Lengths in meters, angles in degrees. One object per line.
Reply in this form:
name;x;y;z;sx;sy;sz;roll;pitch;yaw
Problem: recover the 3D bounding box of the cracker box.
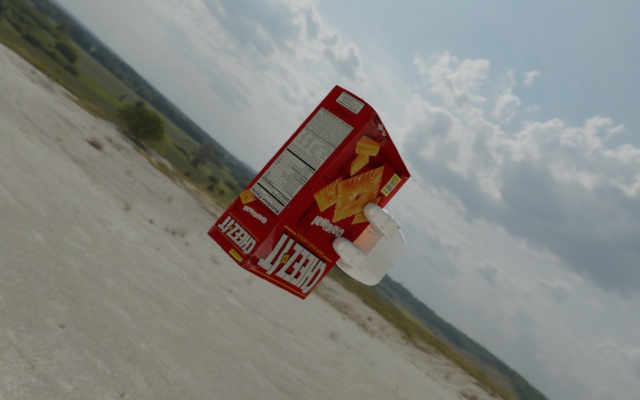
cracker box;0.000;0.002;0.557;0.072;0.213;0.164;38;-4;32
